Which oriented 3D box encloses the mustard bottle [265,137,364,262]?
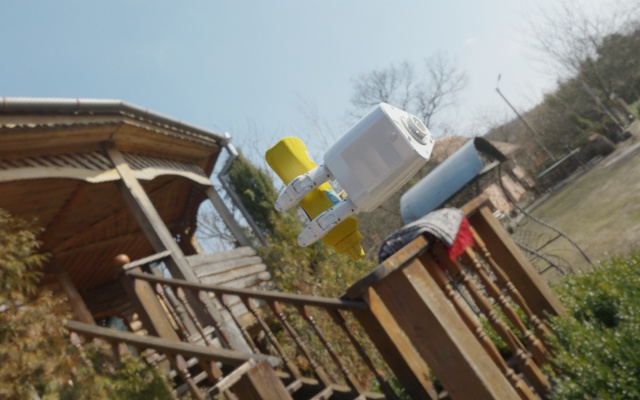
[{"bbox_3d":[0.000,0.002,0.671,0.058,0.191,0.096,-37,-10,6],"label":"mustard bottle"}]
